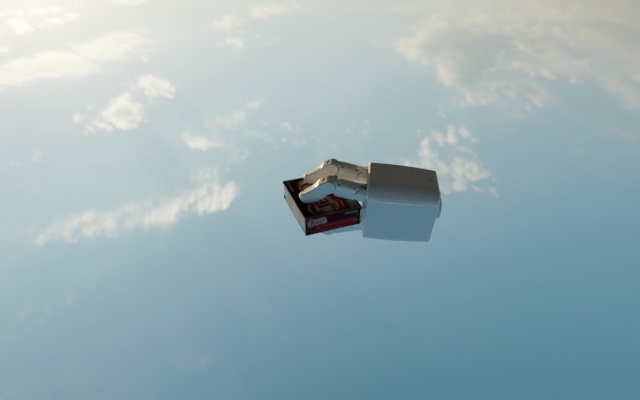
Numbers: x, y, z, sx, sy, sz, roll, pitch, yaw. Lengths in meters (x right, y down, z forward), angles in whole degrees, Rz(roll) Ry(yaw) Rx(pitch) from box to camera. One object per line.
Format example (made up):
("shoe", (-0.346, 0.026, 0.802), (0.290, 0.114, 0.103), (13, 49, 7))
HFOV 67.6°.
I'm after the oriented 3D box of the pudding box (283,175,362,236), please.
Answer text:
("pudding box", (0.000, 0.003, 0.743), (0.090, 0.039, 0.113), (-11, 33, -18))
